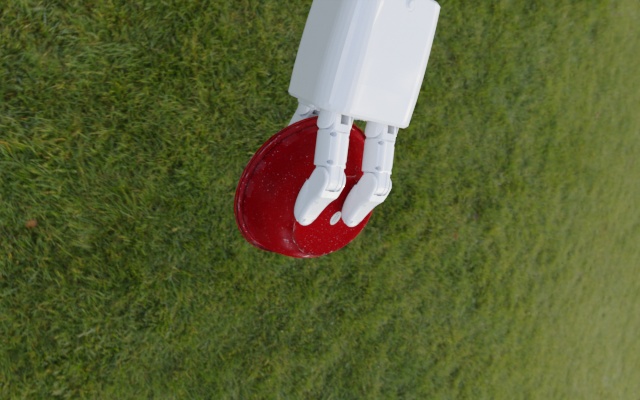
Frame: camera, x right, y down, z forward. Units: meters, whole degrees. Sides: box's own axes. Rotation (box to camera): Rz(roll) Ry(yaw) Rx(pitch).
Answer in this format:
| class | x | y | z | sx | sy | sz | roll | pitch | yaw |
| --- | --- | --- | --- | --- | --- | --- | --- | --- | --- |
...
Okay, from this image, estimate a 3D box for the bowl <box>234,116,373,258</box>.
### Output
| class | x | y | z | sx | sy | sz | roll | pitch | yaw |
| --- | --- | --- | --- | --- | --- | --- | --- | --- | --- |
| bowl | 0.000 | 0.003 | 0.470 | 0.162 | 0.162 | 0.055 | 0 | 32 | -37 |
